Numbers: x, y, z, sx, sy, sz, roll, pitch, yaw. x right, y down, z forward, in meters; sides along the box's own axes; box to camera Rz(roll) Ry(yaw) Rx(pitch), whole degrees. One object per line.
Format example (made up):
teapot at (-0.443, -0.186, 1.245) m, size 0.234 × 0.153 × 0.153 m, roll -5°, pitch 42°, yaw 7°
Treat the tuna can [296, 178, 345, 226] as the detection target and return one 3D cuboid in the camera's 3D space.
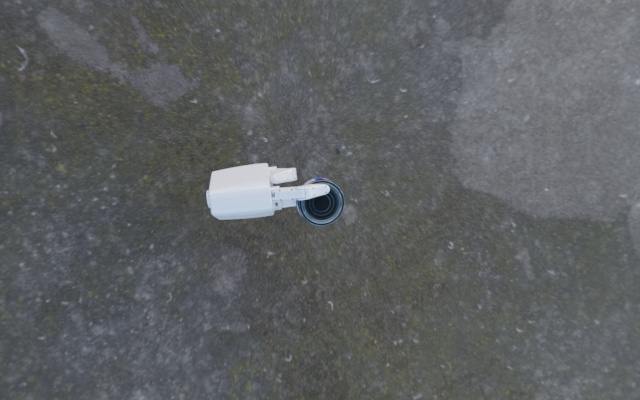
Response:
tuna can at (0.000, 0.003, 0.857) m, size 0.086 × 0.086 × 0.033 m, roll 0°, pitch 7°, yaw -9°
